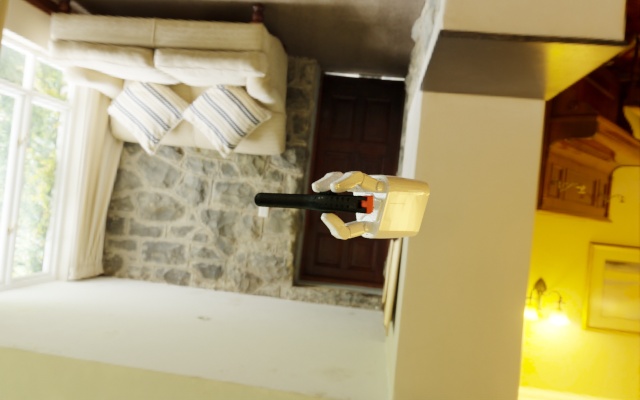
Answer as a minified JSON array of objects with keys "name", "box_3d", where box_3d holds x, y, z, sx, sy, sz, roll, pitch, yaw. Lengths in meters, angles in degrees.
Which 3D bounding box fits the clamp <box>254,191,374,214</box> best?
[{"name":"clamp","box_3d":[0.001,0.003,0.786,0.164,0.036,0.210,-1,3,-33]}]
